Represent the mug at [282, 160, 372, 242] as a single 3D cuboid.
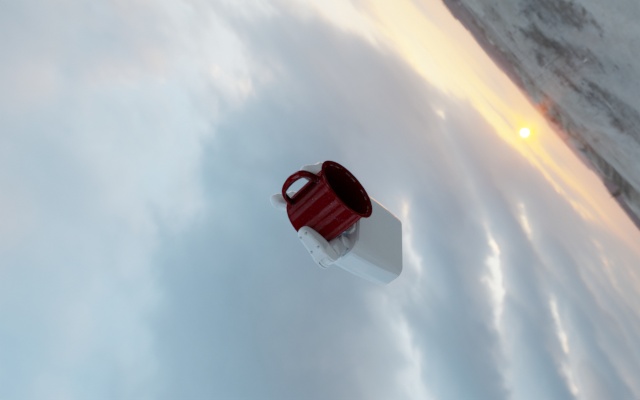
[{"bbox_3d":[-0.001,0.002,0.632,0.117,0.093,0.081,31,-58,-33],"label":"mug"}]
